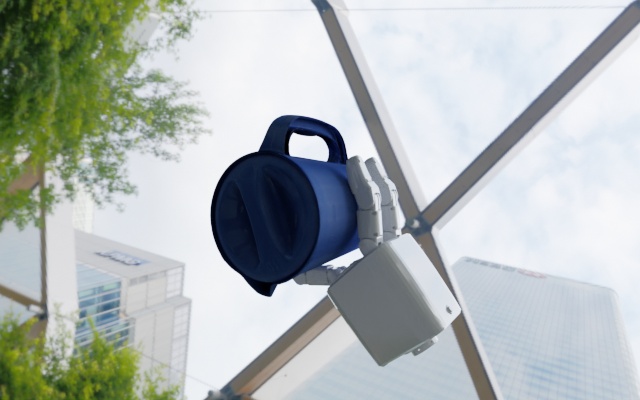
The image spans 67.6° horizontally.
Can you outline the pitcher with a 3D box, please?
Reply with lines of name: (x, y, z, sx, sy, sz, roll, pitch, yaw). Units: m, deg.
pitcher: (0.000, 0.002, 0.563, 0.149, 0.145, 0.243, -42, -17, 25)
